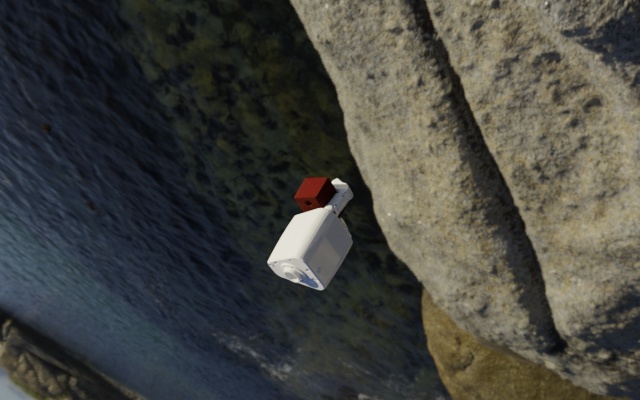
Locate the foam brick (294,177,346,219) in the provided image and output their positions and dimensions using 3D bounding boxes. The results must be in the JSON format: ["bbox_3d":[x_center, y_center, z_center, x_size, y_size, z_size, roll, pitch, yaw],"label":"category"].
[{"bbox_3d":[0.000,0.003,0.853,0.053,0.051,0.078,1,-43,41],"label":"foam brick"}]
